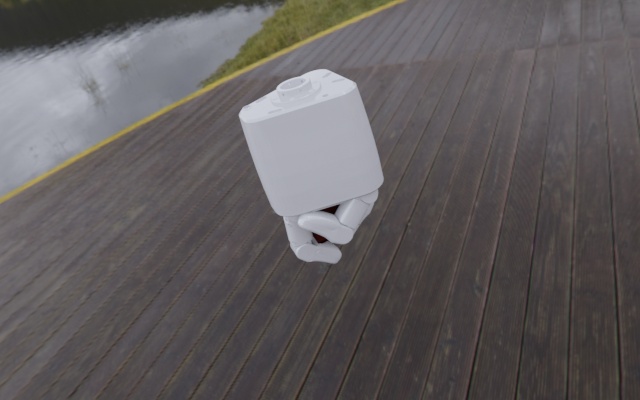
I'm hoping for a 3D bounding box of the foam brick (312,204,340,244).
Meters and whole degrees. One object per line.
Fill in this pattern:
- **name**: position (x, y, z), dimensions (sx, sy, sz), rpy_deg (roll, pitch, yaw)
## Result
- **foam brick**: position (0.000, 0.002, 0.535), dimensions (0.053, 0.051, 0.078), rpy_deg (-26, 32, -11)
